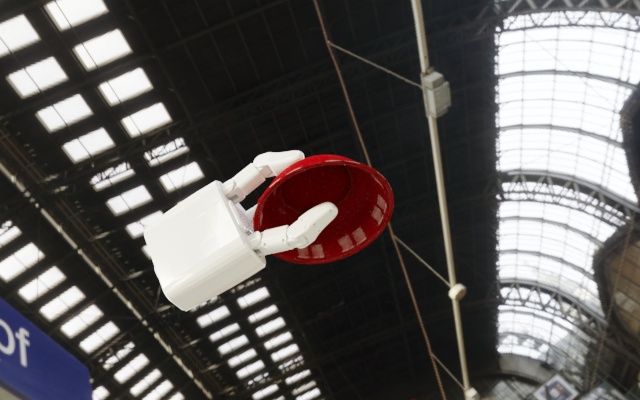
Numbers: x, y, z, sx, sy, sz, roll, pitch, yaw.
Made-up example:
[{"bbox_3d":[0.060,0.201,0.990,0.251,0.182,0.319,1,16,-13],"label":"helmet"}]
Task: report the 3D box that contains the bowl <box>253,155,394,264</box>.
[{"bbox_3d":[0.001,0.001,0.555,0.162,0.162,0.055,0,43,-15],"label":"bowl"}]
